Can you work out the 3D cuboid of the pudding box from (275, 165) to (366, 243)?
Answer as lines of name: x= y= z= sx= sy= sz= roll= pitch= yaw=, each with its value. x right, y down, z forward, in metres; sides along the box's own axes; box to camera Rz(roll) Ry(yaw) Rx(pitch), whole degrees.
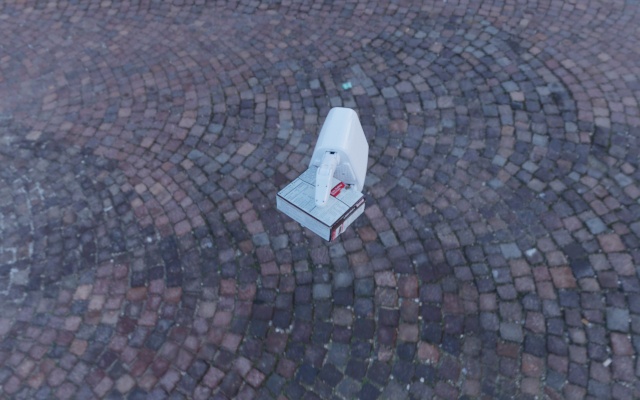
pudding box: x=0.000 y=0.002 z=0.741 sx=0.113 sy=0.039 sz=0.090 roll=30 pitch=54 yaw=27
